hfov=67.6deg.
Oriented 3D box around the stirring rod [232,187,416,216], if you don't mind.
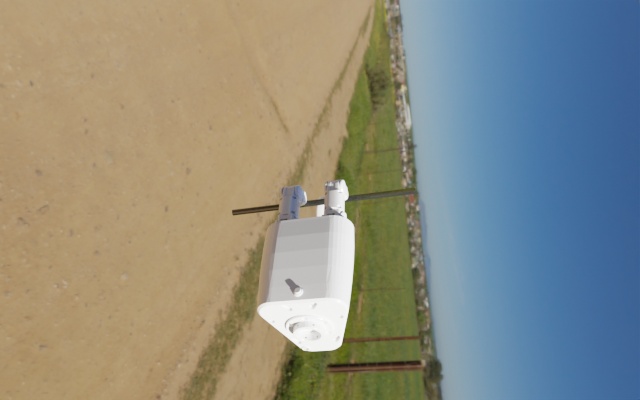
[{"bbox_3d":[0.000,0.002,0.613,0.239,0.011,0.011,-7,-2,12],"label":"stirring rod"}]
